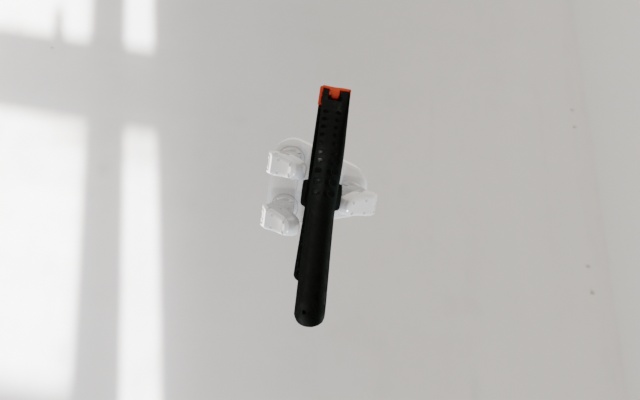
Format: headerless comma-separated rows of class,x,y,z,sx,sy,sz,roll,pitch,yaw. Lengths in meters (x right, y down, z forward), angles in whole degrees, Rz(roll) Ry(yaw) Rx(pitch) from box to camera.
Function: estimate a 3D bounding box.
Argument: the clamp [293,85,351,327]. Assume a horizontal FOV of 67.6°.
clamp,0.001,0.001,0.438,0.036,0.210,0.164,8,10,-5
